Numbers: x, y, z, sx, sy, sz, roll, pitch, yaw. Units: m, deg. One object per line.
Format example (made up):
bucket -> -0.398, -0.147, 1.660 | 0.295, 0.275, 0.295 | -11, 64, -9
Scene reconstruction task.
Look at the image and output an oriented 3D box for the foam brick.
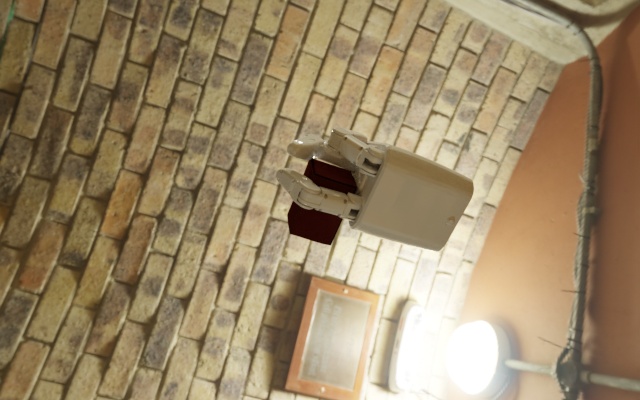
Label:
foam brick -> 0.000, 0.002, 0.537 | 0.051, 0.078, 0.053 | 18, 22, -14
